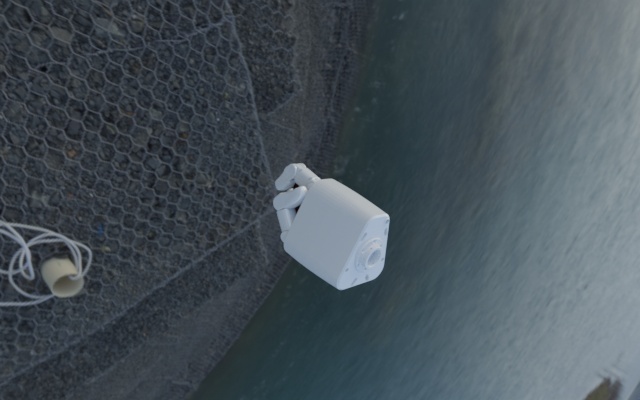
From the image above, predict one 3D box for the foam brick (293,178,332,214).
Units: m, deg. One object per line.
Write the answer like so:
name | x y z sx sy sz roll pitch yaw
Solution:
foam brick | 0.000 0.002 0.708 0.078 0.053 0.051 -8 31 -44
